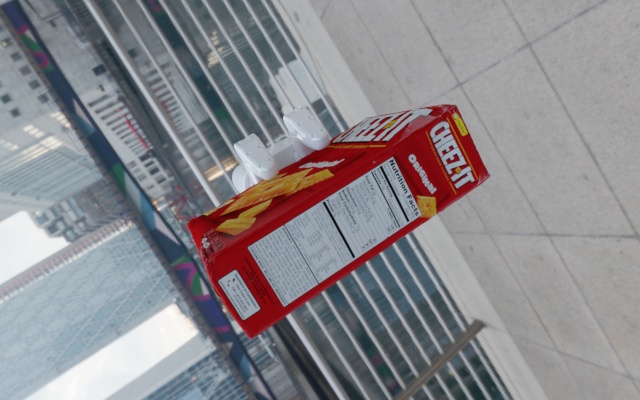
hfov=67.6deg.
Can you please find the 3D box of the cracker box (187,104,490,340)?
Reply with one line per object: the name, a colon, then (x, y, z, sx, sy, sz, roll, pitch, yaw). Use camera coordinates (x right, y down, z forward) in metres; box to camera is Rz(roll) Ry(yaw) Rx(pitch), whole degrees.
cracker box: (0.000, 0.002, 0.401, 0.213, 0.072, 0.164, -33, 15, -12)
